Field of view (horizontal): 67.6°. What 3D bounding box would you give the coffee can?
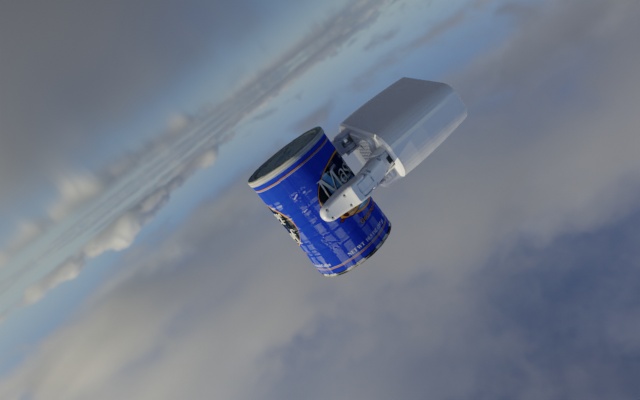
[{"bbox_3d":[0.000,0.002,0.548,0.103,0.140,0.102,-35,15,11],"label":"coffee can"}]
